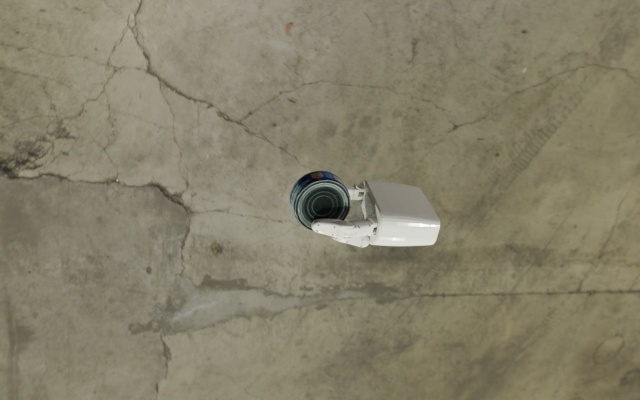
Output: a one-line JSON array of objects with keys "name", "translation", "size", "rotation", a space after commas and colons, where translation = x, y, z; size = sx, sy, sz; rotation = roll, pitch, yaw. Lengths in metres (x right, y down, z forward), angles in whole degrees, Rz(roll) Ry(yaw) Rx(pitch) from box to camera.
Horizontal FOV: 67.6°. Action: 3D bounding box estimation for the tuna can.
[{"name": "tuna can", "translation": [0.000, 0.003, 0.693], "size": [0.086, 0.086, 0.033], "rotation": [0, 25, -14]}]
